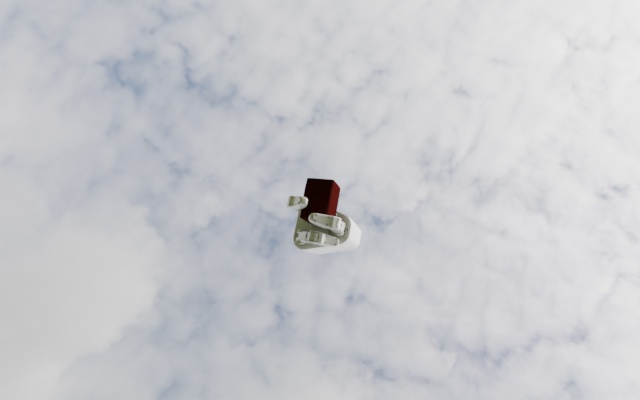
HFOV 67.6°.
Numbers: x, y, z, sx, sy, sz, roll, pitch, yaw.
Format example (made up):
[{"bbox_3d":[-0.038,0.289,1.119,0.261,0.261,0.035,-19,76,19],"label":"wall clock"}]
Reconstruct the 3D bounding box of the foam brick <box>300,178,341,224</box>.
[{"bbox_3d":[0.000,0.003,0.879,0.053,0.078,0.051,7,-11,20],"label":"foam brick"}]
